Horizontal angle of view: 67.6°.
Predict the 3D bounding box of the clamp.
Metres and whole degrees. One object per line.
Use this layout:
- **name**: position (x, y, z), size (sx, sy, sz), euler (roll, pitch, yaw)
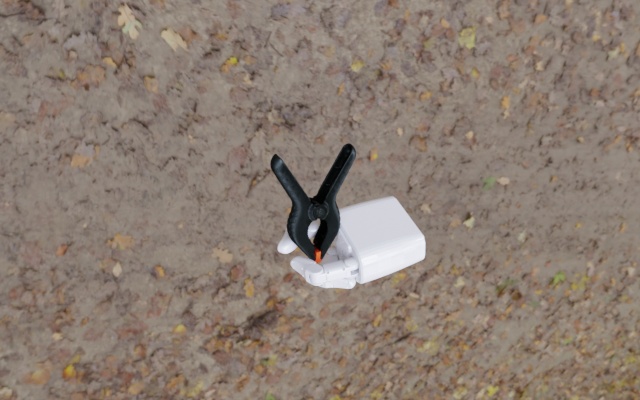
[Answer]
- **clamp**: position (0.000, 0.003, 0.652), size (0.120, 0.172, 0.039), euler (-16, 31, -16)
